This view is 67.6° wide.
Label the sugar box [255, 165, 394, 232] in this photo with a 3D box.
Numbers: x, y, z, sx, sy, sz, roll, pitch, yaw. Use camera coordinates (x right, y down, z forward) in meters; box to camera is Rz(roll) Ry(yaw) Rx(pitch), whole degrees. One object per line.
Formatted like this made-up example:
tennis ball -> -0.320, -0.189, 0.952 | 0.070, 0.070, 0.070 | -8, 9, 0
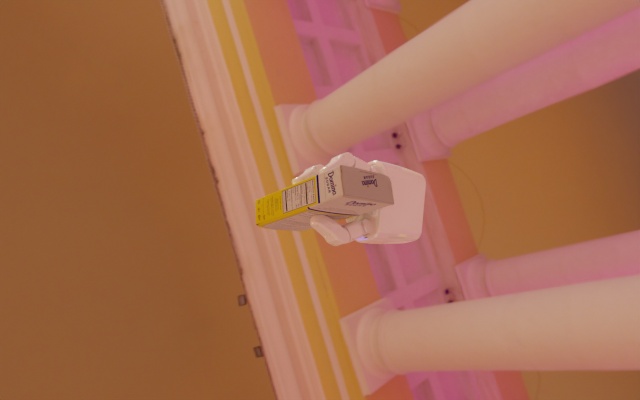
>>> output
sugar box -> 0.000, 0.002, 0.634 | 0.093, 0.048, 0.176 | 9, -22, -42
